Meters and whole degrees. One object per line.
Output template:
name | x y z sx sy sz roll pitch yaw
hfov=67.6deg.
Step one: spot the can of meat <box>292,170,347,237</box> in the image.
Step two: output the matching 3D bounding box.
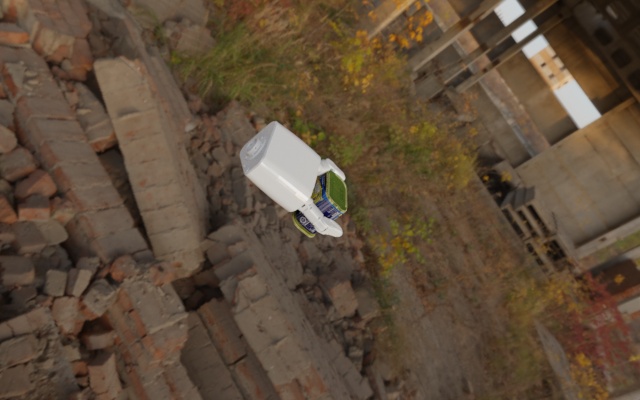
can of meat | 0.000 0.003 0.856 0.084 0.102 0.057 -36 -62 25
